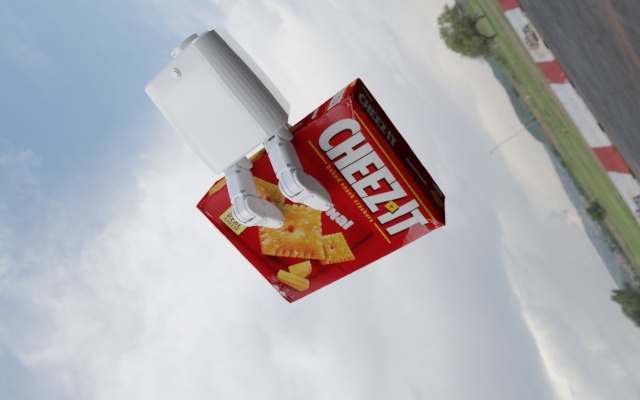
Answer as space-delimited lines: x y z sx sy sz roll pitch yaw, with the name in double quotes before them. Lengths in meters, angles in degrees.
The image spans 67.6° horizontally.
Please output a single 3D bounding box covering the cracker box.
"cracker box" 0.000 0.002 0.515 0.214 0.164 0.072 -31 19 26
